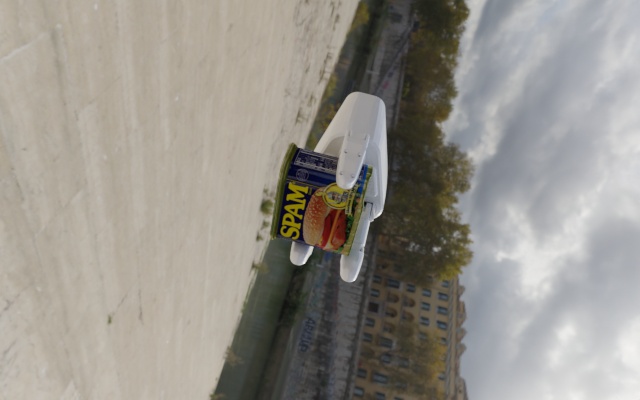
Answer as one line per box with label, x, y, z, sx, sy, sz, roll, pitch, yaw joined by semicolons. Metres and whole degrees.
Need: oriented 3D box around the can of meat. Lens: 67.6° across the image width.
can of meat;0.000;0.002;0.480;0.084;0.102;0.057;14;37;2
